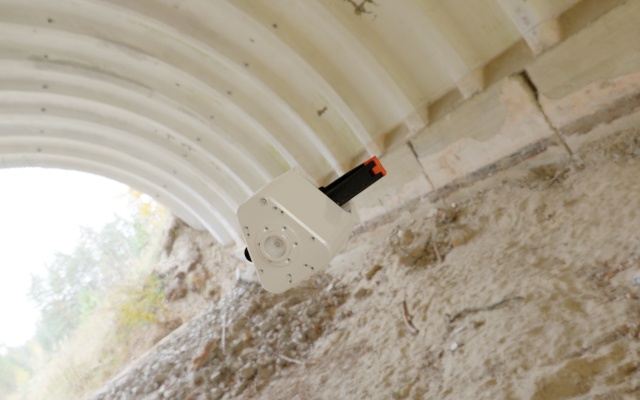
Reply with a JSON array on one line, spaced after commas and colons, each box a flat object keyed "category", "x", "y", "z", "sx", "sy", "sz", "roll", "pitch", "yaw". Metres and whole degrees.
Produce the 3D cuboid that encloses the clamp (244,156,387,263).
[{"category": "clamp", "x": 0.000, "y": 0.001, "z": 0.666, "sx": 0.210, "sy": 0.036, "sz": 0.164, "roll": -33, "pitch": 7, "yaw": 20}]
